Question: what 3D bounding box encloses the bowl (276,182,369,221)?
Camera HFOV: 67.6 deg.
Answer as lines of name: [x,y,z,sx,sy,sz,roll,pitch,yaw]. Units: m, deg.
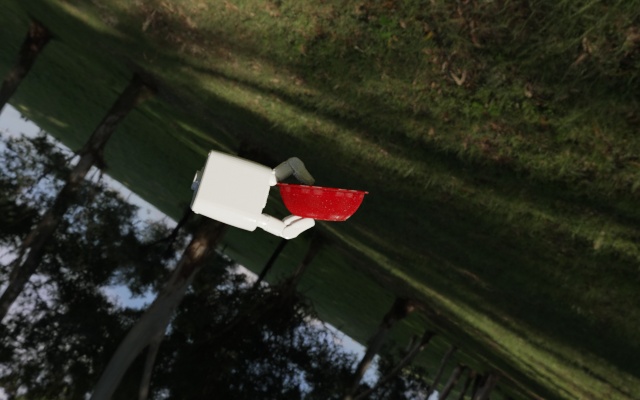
bowl: [0.001,0.003,0.827,0.162,0.055,0.162,5,2,0]
